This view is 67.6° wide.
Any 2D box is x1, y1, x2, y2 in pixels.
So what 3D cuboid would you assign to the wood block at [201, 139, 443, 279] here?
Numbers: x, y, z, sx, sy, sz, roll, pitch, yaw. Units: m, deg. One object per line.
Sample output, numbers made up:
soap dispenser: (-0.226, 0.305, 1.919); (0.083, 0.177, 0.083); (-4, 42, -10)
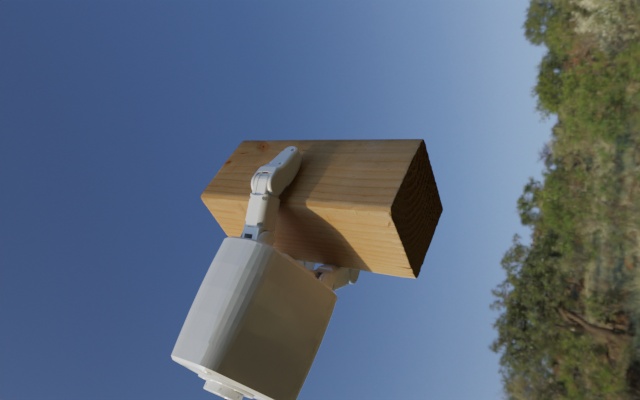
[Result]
wood block: (0.000, 0.002, 0.465); (0.206, 0.090, 0.091); (4, -42, 33)
